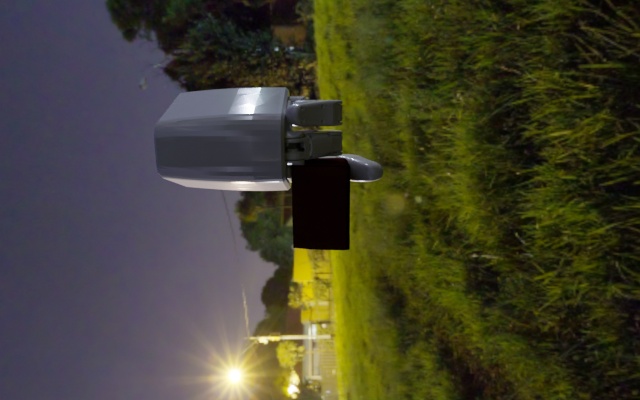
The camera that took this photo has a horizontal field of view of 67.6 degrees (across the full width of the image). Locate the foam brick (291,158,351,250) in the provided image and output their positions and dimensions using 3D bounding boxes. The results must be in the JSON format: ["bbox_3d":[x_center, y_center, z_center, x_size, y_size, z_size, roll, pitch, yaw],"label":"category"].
[{"bbox_3d":[0.000,0.002,0.443,0.051,0.078,0.053,-1,13,-1],"label":"foam brick"}]
